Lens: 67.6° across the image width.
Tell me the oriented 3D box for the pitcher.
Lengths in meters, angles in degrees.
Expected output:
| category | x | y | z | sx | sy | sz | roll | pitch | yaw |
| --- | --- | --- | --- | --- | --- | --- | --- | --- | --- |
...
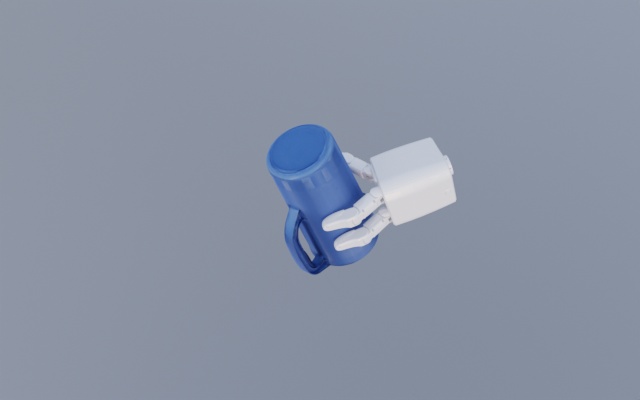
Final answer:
| category | x | y | z | sx | sy | sz | roll | pitch | yaw |
| --- | --- | --- | --- | --- | --- | --- | --- | --- | --- |
| pitcher | 0.000 | 0.002 | 0.778 | 0.145 | 0.149 | 0.243 | -19 | -41 | 9 |
